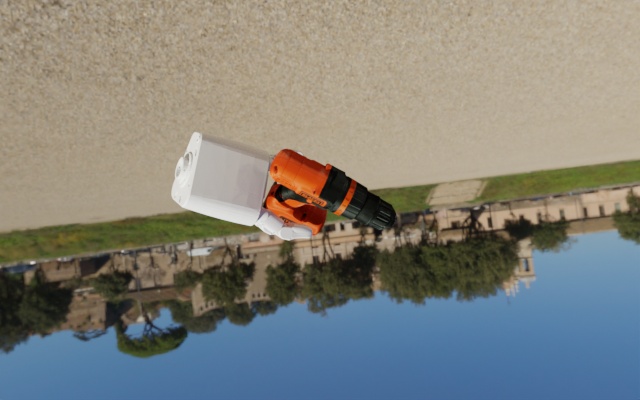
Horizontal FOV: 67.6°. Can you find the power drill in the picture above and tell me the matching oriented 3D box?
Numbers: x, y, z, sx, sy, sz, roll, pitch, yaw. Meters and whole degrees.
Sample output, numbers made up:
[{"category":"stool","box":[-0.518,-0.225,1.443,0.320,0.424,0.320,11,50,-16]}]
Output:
[{"category":"power drill","box":[0.000,0.002,0.700,0.184,0.057,0.188,29,-21,-10]}]
